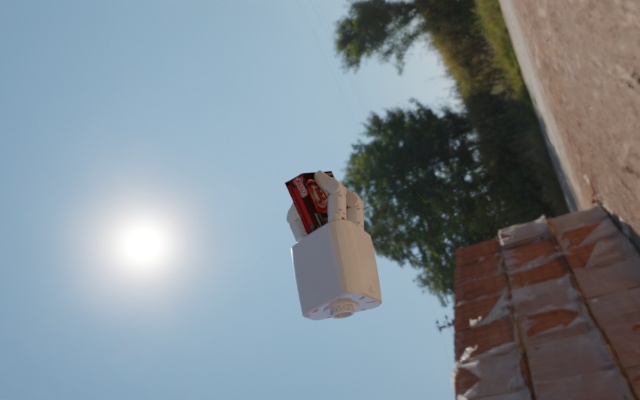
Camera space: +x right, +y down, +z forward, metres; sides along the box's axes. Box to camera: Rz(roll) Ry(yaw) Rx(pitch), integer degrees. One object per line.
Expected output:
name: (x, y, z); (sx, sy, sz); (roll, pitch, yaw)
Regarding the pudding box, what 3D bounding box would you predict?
pudding box: (0.000, 0.003, 0.735); (0.039, 0.090, 0.113); (-25, -5, 22)
